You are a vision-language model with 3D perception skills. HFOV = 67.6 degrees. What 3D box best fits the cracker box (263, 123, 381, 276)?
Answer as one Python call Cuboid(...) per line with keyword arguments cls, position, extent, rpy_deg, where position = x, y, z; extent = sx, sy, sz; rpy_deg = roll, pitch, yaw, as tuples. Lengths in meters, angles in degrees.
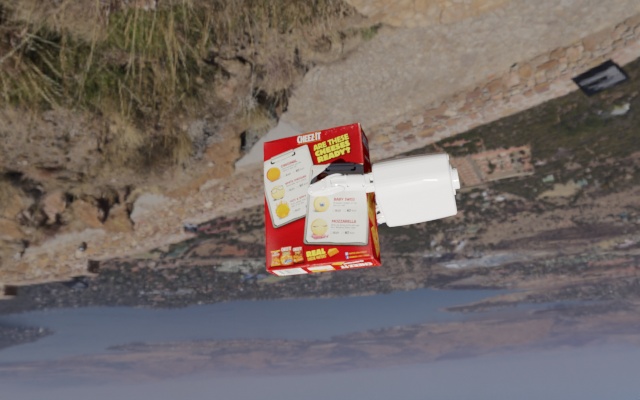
Cuboid(cls="cracker box", position=(0.000, 0.003, 0.744), extent=(0.164, 0.213, 0.072), rpy_deg=(-9, -20, 15))
